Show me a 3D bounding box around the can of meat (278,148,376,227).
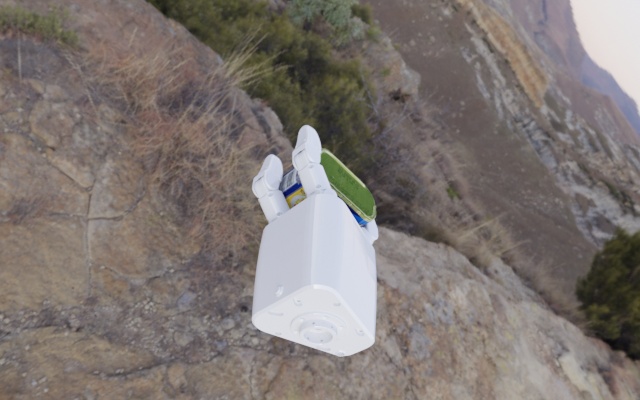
[{"bbox_3d":[0.000,0.002,0.534,0.084,0.057,0.102,-33,-60,31],"label":"can of meat"}]
